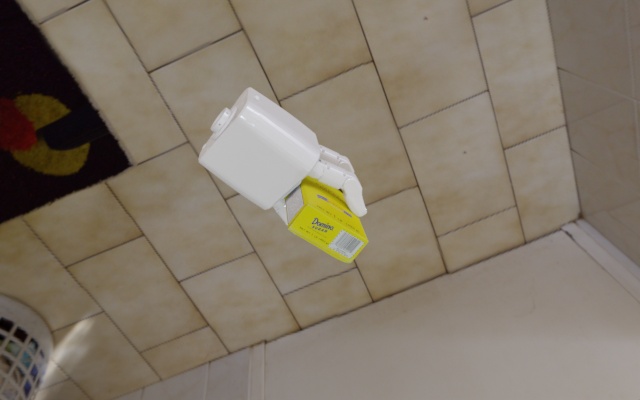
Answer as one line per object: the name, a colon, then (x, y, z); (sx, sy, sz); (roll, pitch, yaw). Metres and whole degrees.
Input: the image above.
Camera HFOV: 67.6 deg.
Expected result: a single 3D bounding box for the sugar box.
sugar box: (0.000, 0.002, 0.624); (0.093, 0.048, 0.176); (33, 20, -21)
